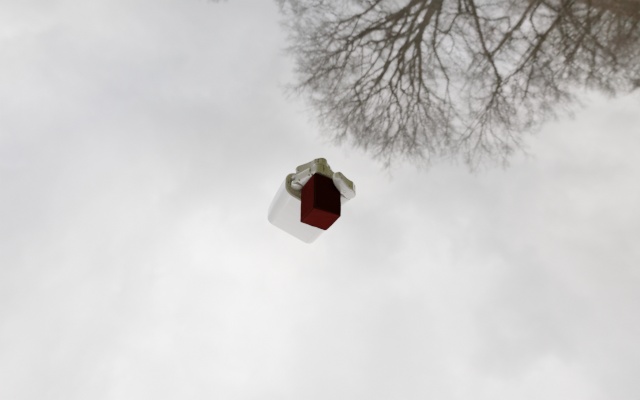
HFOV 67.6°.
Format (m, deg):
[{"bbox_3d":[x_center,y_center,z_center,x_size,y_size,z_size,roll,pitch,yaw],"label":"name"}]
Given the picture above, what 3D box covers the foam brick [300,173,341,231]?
[{"bbox_3d":[0.000,0.003,0.818,0.053,0.078,0.051,20,-43,-22],"label":"foam brick"}]
